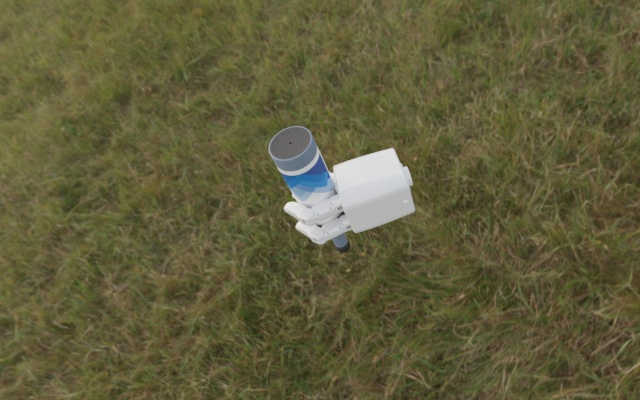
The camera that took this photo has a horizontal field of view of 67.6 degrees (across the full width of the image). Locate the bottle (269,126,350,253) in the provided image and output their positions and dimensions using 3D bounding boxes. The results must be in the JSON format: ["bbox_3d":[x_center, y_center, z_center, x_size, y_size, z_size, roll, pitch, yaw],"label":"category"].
[{"bbox_3d":[0.000,0.002,0.794,0.069,0.069,0.296,0,-35,21],"label":"bottle"}]
